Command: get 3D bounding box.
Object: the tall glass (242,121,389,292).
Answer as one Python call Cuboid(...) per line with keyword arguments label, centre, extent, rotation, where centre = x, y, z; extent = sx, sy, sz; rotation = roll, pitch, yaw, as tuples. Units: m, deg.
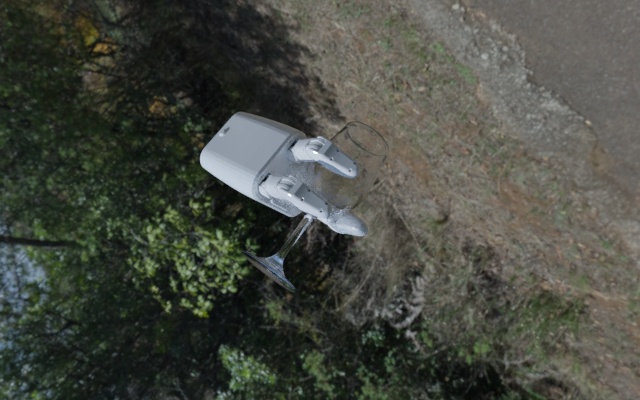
Cuboid(label="tall glass", centre=(0.000, 0.002, 0.550), extent=(0.079, 0.201, 0.079), rotation=(34, -16, 11))
